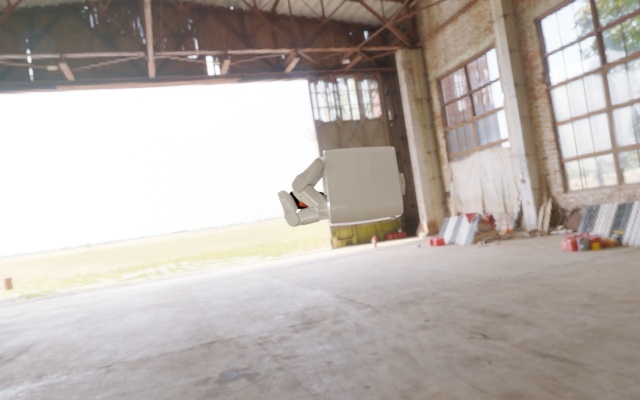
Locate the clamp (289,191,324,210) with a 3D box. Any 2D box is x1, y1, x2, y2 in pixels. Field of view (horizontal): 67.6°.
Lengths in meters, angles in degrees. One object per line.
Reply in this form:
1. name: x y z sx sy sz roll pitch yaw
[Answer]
1. clamp: 0.000 0.002 0.806 0.120 0.039 0.171 -2 -2 1
